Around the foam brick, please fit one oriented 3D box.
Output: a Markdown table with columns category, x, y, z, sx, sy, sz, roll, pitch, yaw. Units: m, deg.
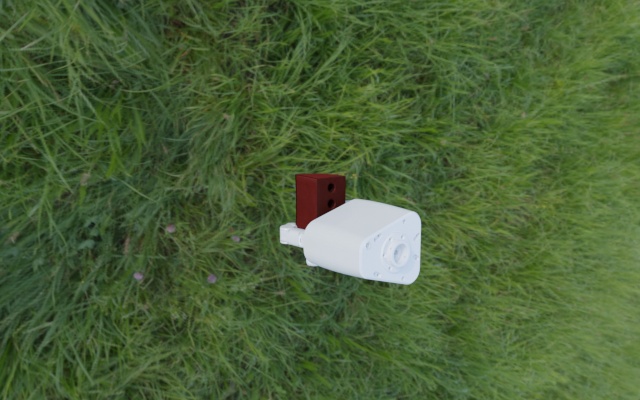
| category | x | y | z | sx | sy | sz | roll | pitch | yaw |
| --- | --- | --- | --- | --- | --- | --- | --- | --- | --- |
| foam brick | 0.000 | 0.002 | 0.665 | 0.053 | 0.078 | 0.051 | -7 | 11 | -38 |
